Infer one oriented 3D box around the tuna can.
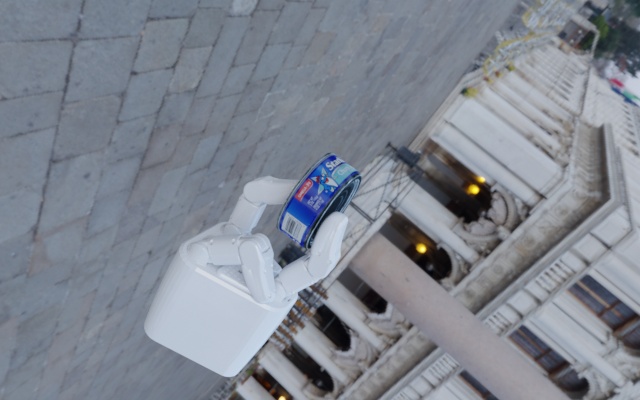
[{"bbox_3d":[0.001,0.002,0.430,0.033,0.086,0.086,36,8,12],"label":"tuna can"}]
